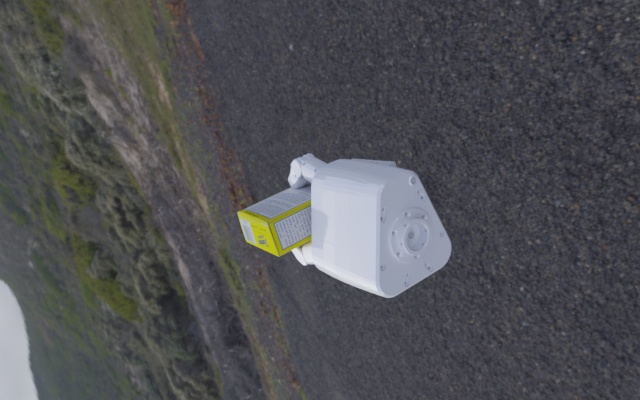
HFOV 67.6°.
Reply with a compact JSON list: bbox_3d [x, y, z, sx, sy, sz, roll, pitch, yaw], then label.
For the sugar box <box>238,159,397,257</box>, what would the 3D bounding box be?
[{"bbox_3d":[0.000,0.002,0.559,0.176,0.048,0.093,-23,18,-26],"label":"sugar box"}]
